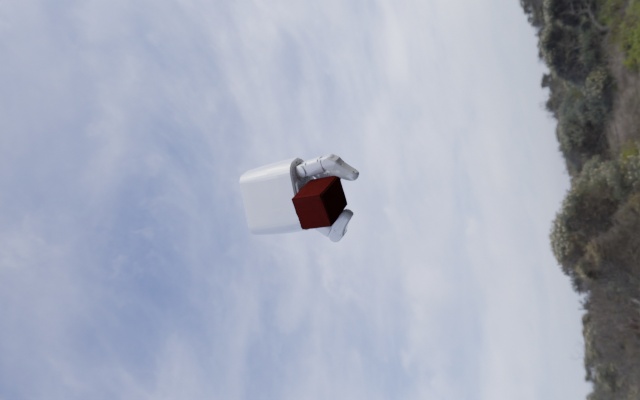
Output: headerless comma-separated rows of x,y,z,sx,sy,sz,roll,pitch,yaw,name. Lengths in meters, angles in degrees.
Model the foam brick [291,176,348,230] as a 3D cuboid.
0.000,0.002,0.721,0.051,0.053,0.078,-8,21,26,foam brick
